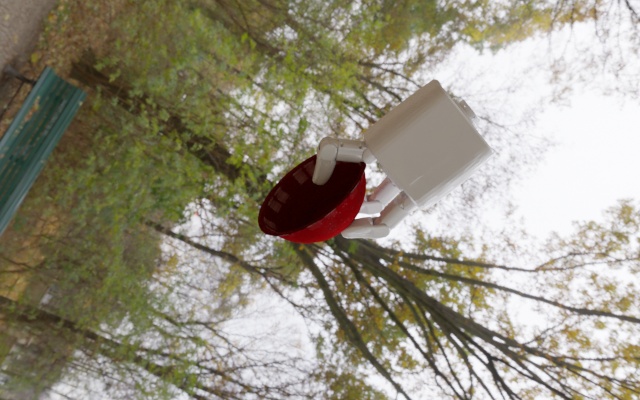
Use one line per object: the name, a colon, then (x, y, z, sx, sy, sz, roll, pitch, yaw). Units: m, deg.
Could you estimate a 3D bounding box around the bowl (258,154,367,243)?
bowl: (-0.001, 0.003, 0.612, 0.162, 0.055, 0.162, -27, 30, 17)
